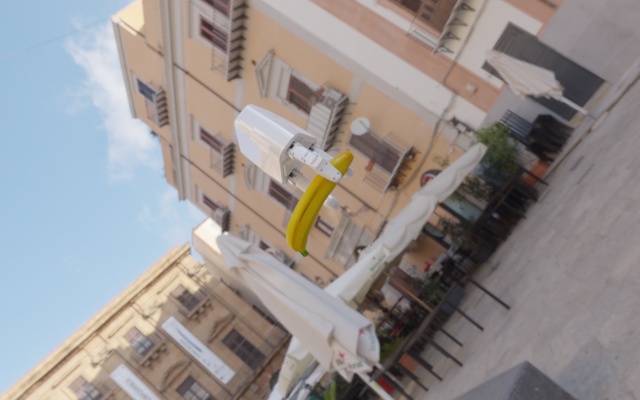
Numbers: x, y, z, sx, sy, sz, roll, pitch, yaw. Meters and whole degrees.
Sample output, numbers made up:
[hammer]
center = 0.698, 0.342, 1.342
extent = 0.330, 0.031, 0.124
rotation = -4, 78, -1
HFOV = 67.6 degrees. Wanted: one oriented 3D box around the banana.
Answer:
[banana]
center = -0.010, 0.007, 0.768
extent = 0.037, 0.198, 0.069
rotation = 33, 18, 21
